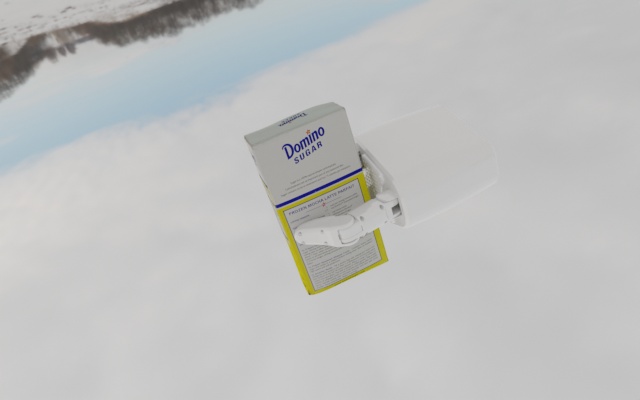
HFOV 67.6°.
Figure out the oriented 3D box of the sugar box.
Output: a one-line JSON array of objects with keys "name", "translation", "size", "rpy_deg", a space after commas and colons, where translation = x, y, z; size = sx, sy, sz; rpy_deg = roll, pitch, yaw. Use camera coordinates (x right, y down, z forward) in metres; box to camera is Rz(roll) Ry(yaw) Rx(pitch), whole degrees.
[{"name": "sugar box", "translation": [0.000, 0.001, 0.471], "size": [0.093, 0.176, 0.048], "rpy_deg": [-23, 26, -10]}]
